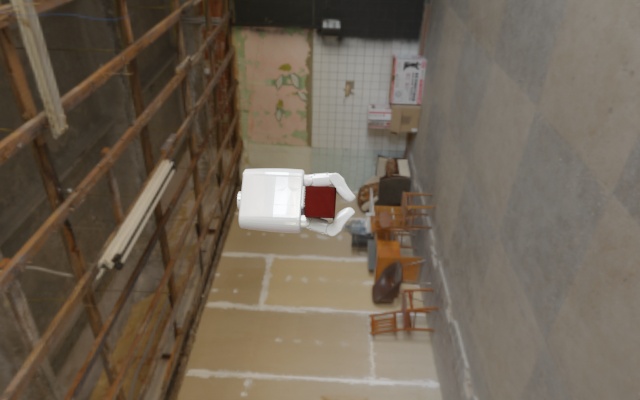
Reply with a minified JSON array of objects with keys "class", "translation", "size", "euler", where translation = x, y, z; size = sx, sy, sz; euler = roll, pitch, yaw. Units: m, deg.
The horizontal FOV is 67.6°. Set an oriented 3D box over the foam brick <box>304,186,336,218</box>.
[{"class":"foam brick","translation":[0.000,0.003,0.817],"size":[0.051,0.053,0.078],"euler":[3,0,1]}]
